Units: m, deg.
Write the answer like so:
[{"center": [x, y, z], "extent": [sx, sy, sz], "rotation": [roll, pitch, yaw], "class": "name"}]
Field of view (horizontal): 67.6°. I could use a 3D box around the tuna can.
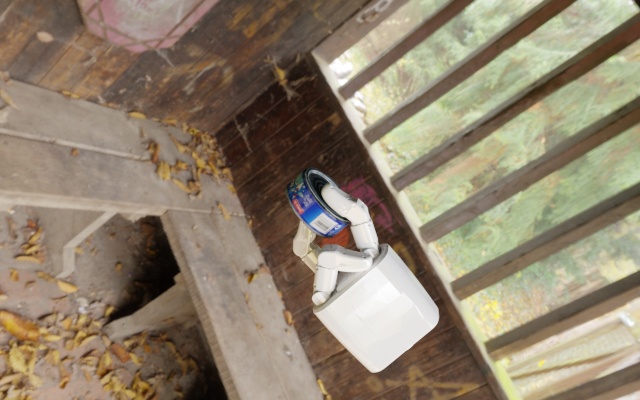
[{"center": [0.000, 0.001, 0.578], "extent": [0.034, 0.086, 0.086], "rotation": [-41, -18, 22], "class": "tuna can"}]
